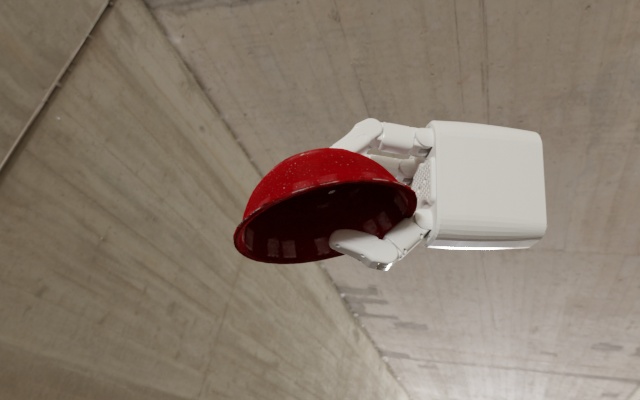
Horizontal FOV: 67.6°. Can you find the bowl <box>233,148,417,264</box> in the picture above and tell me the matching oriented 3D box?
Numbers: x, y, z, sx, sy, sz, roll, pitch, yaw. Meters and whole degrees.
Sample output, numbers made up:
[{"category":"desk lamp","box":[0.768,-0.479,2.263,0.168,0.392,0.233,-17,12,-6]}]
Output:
[{"category":"bowl","box":[-0.001,0.001,0.423,0.162,0.055,0.162,-12,-26,-6]}]
